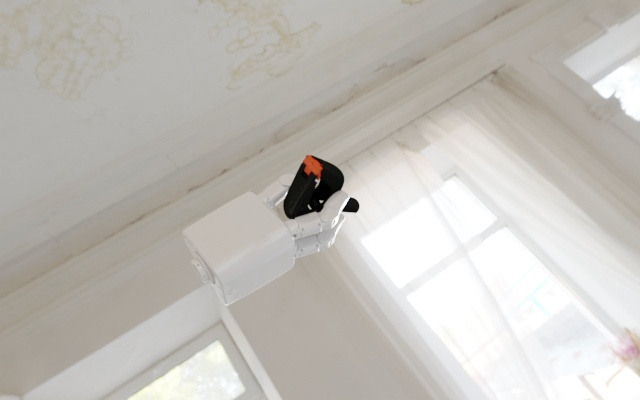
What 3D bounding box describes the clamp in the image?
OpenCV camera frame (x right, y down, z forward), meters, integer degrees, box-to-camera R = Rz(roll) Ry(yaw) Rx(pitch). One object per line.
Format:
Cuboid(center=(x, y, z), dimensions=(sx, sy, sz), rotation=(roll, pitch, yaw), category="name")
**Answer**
Cuboid(center=(-0.001, 0.001, 0.666), dimensions=(0.164, 0.036, 0.210), rotation=(-34, -25, -23), category="clamp")
